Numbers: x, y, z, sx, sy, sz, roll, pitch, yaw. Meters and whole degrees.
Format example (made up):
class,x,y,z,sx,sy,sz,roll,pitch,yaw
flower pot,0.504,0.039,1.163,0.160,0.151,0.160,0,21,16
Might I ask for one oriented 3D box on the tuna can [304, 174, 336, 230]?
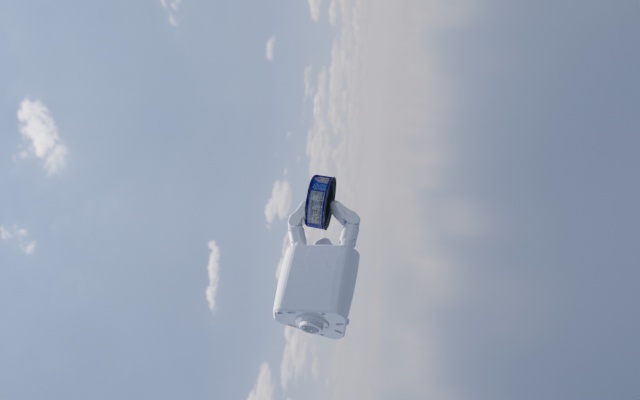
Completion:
class,x,y,z,sx,sy,sz,roll,pitch,yaw
tuna can,0.000,0.002,0.755,0.034,0.086,0.086,10,1,9
